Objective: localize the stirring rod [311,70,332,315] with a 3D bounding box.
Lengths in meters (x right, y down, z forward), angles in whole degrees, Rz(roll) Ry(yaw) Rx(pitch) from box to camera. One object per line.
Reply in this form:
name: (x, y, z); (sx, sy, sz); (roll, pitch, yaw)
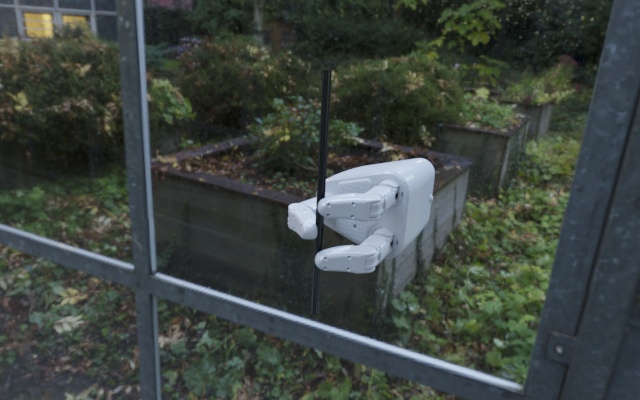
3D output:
stirring rod: (0.000, 0.002, 0.451); (0.011, 0.240, 0.011); (3, 18, -1)
